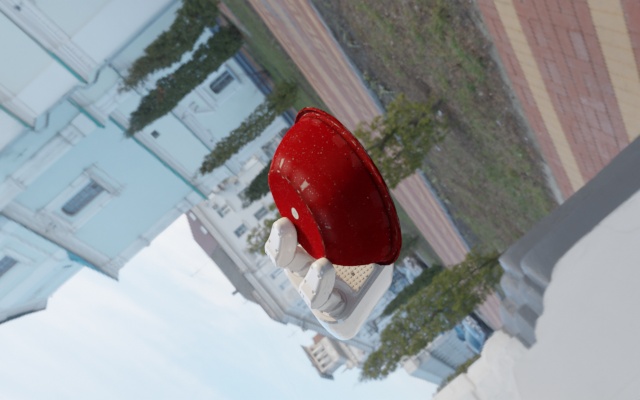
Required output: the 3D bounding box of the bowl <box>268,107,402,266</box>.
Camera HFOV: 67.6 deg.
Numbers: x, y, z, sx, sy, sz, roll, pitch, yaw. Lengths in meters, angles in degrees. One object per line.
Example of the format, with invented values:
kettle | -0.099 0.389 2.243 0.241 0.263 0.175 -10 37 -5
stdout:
bowl | 0.000 0.001 0.428 0.055 0.162 0.162 -30 10 -19
